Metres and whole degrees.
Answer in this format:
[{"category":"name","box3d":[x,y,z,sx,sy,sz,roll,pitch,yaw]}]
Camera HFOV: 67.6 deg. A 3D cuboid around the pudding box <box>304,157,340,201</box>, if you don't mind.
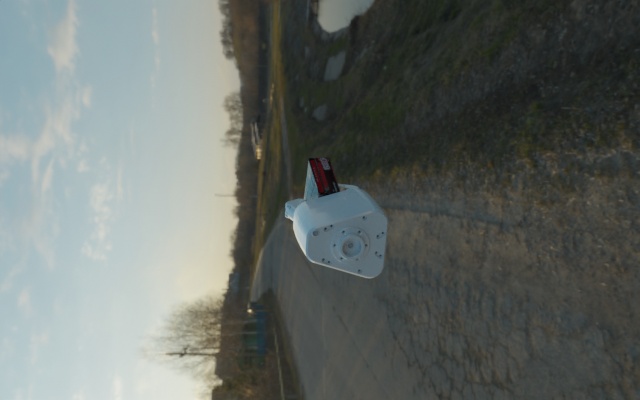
[{"category":"pudding box","box3d":[0.000,0.002,0.748,0.039,0.114,0.090,-1,43,-13]}]
